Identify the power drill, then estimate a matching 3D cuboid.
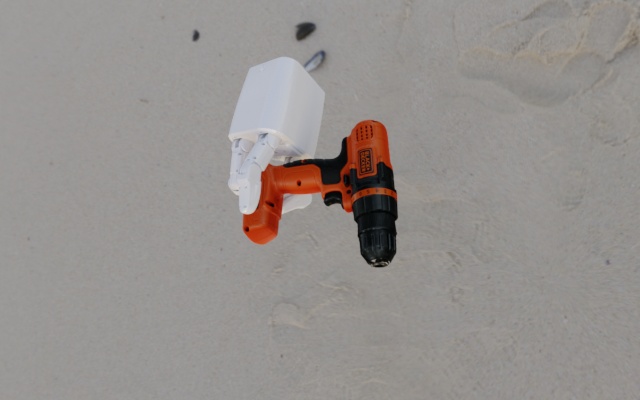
[{"bbox_3d":[0.000,0.002,0.577,0.187,0.184,0.057,-11,-30,19],"label":"power drill"}]
